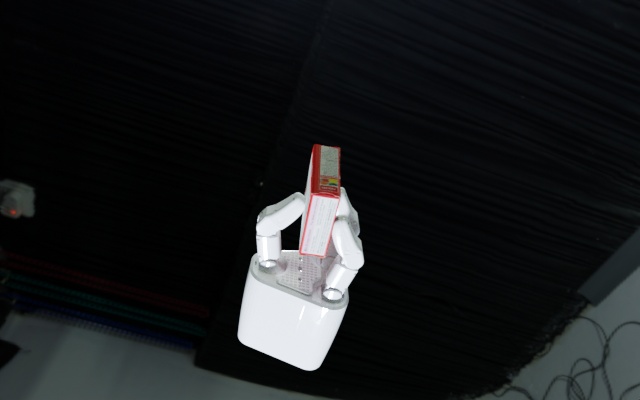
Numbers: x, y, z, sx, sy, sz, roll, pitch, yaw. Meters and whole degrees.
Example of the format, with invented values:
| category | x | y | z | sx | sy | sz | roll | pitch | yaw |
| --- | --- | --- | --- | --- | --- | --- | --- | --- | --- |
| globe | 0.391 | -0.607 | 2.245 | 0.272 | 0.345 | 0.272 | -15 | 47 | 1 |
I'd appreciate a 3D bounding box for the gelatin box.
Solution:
| category | x | y | z | sx | sy | sz | roll | pitch | yaw |
| --- | --- | --- | --- | --- | --- | --- | --- | --- | --- |
| gelatin box | 0.000 | 0.001 | 0.474 | 0.030 | 0.089 | 0.073 | 7 | 43 | -4 |
